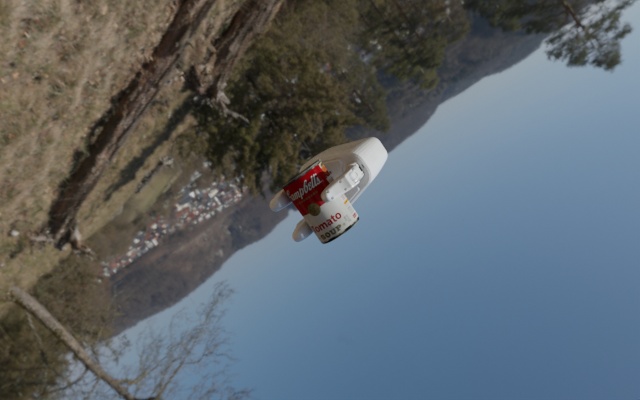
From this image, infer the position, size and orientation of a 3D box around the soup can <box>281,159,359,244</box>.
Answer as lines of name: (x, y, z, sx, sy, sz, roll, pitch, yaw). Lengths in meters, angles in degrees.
soup can: (0.000, 0.003, 0.680, 0.068, 0.102, 0.068, -34, 6, 4)
